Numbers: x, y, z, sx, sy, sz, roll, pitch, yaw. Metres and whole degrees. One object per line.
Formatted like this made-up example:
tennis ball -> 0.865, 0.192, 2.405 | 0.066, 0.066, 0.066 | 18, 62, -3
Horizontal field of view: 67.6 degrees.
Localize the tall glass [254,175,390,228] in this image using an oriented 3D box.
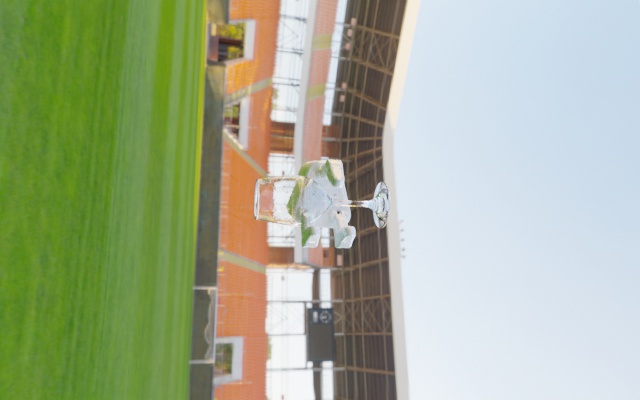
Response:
tall glass -> 0.001, 0.002, 0.736 | 0.201, 0.079, 0.079 | 3, -1, -13
